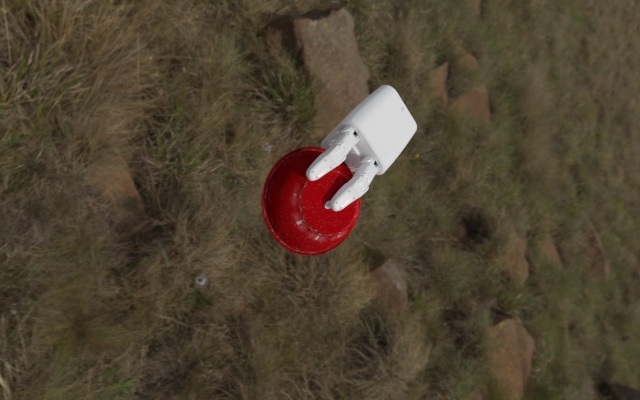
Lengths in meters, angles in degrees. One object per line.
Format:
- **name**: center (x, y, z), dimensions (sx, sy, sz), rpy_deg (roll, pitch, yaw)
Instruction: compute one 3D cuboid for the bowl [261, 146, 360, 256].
- **bowl**: center (0.000, 0.003, 0.681), dimensions (0.162, 0.162, 0.055), rpy_deg (0, 2, -28)
